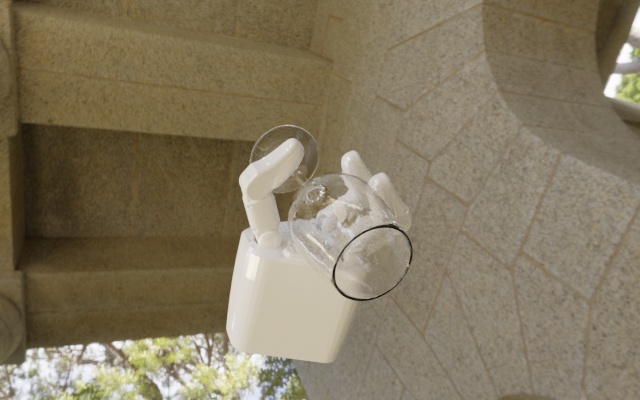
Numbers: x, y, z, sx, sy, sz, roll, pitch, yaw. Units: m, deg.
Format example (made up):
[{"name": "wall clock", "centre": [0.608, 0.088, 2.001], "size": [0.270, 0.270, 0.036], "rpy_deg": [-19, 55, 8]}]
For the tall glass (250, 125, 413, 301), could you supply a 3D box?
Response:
[{"name": "tall glass", "centre": [0.000, 0.001, 0.408], "size": [0.079, 0.079, 0.201], "rpy_deg": [0, 25, -24]}]
